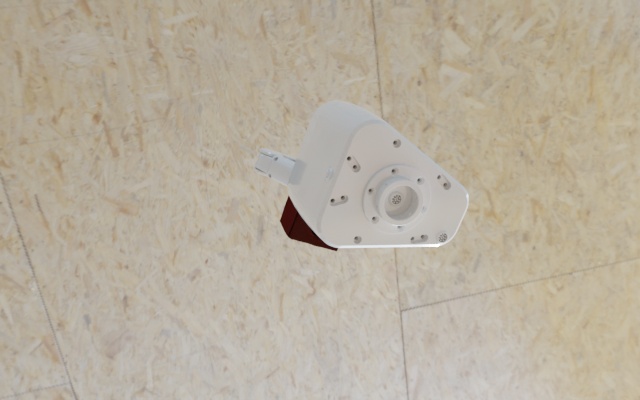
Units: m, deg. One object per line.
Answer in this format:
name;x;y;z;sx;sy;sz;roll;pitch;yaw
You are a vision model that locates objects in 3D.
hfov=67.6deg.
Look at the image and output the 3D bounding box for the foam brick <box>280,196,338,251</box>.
foam brick;0.000;0.002;0.467;0.053;0.078;0.051;17;12;-19
